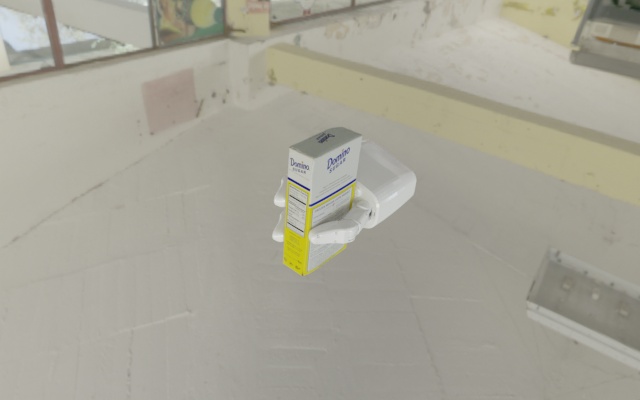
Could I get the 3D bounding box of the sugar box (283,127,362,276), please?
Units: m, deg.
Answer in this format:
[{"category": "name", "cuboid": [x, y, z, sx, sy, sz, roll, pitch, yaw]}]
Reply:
[{"category": "sugar box", "cuboid": [0.000, 0.002, 0.603, 0.048, 0.176, 0.093, 27, 38, 32]}]
